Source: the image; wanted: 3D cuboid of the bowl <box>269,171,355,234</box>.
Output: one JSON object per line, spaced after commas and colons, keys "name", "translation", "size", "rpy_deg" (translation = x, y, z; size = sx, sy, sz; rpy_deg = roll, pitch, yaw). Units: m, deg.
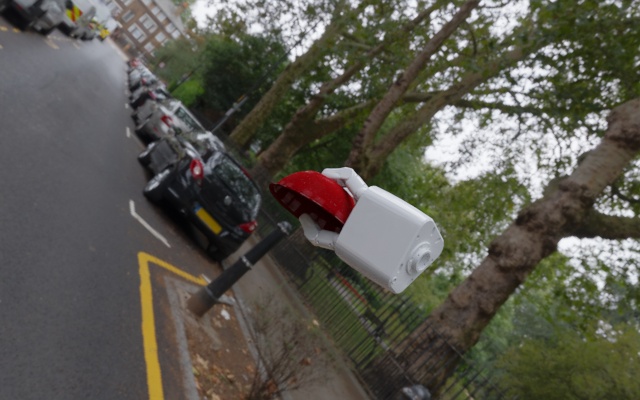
{"name": "bowl", "translation": [-0.001, 0.002, 0.750], "size": [0.162, 0.055, 0.162], "rpy_deg": [31, -15, 9]}
